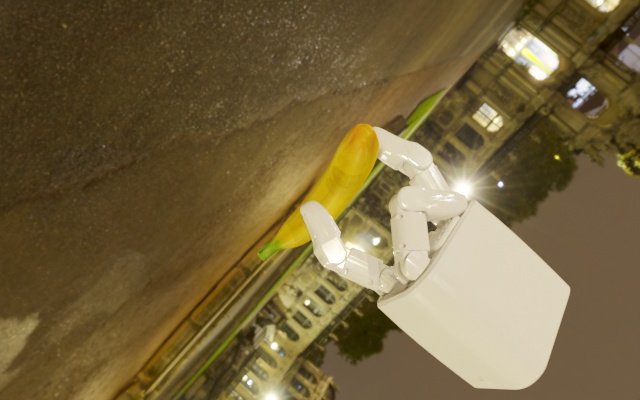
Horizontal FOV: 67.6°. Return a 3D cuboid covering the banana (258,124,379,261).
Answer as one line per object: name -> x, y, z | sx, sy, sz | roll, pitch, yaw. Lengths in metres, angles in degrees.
banana -> 0.008, -0.005, 0.439 | 0.069, 0.037, 0.198 | -44, -6, -47
